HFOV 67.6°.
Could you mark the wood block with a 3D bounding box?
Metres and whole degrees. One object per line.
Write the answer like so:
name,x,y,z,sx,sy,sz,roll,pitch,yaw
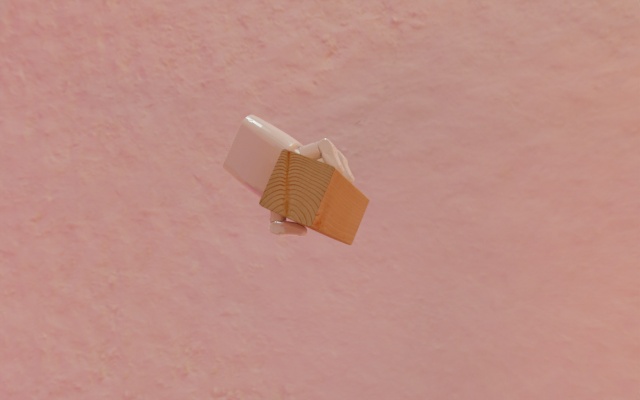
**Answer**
wood block,0.000,0.003,0.754,0.090,0.091,0.206,22,-4,22
